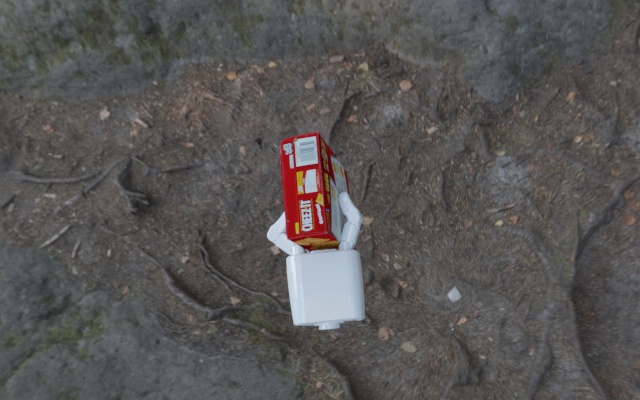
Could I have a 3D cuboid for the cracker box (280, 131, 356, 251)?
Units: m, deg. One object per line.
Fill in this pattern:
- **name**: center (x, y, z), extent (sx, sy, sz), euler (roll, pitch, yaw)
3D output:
- **cracker box**: center (0.000, 0.003, 0.810), extent (0.072, 0.164, 0.214), euler (-9, -17, 13)
